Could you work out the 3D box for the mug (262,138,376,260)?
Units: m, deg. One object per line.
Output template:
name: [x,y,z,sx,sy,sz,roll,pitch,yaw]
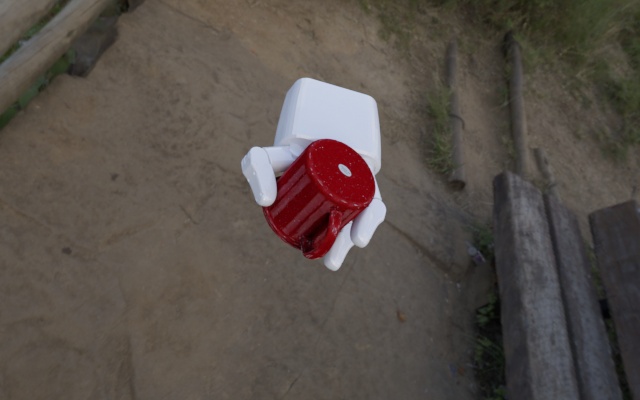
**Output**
mug: [0.000,0.003,0.468,0.093,0.117,0.081,23,-43,-23]
